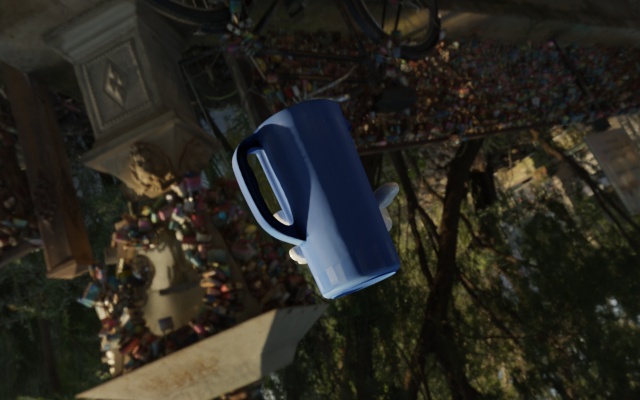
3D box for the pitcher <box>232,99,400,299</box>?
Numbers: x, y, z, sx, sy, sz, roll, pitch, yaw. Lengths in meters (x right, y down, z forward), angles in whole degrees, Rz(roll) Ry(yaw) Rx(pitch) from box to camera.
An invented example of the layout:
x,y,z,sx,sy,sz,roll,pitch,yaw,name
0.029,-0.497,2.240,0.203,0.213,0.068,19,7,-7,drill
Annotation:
x,y,z,sx,sy,sz,roll,pitch,yaw,name
0.000,0.002,0.629,0.149,0.242,0.145,-27,-15,14,pitcher
